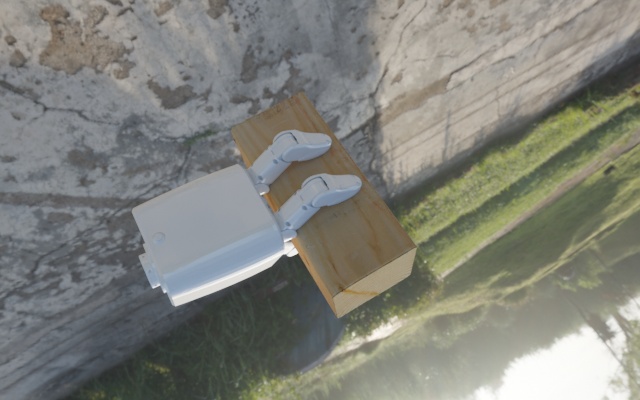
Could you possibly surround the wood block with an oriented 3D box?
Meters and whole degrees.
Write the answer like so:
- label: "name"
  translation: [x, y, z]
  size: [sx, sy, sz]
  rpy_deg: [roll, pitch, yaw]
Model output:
- label: "wood block"
  translation: [0.000, 0.002, 0.492]
  size: [0.090, 0.206, 0.091]
  rpy_deg: [-29, -25, -9]
